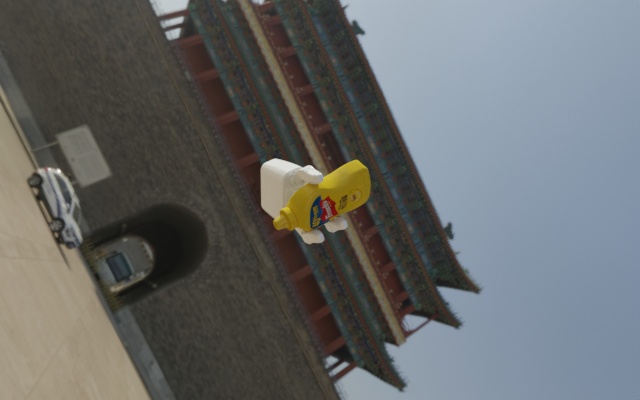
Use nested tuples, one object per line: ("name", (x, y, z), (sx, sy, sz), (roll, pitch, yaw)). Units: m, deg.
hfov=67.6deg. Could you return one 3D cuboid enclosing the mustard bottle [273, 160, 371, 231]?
("mustard bottle", (0.001, 0.003, 0.860), (0.191, 0.096, 0.058), (-27, 53, -23))
